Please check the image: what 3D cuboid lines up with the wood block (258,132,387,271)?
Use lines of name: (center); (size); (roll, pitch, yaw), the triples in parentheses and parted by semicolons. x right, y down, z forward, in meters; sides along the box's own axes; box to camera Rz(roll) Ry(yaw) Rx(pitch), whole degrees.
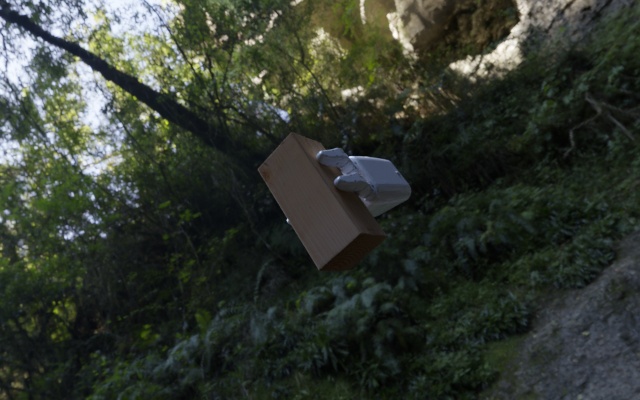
wood block: (0.000, 0.003, 0.760); (0.091, 0.206, 0.090); (-45, -28, 22)
